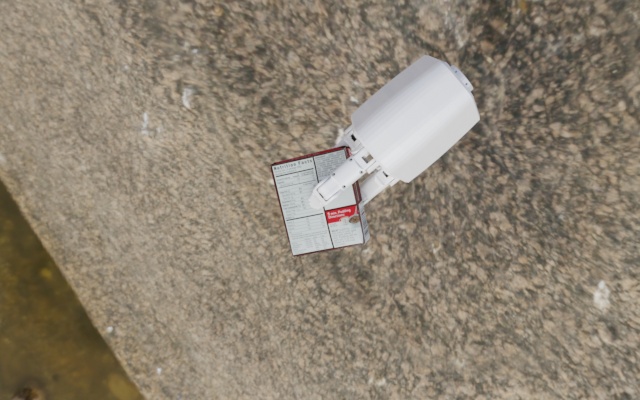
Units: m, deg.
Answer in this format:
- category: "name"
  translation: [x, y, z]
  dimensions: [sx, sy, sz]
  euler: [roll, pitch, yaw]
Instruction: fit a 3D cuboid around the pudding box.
- category: "pudding box"
  translation: [0.000, 0.002, 0.543]
  dimensions: [0.090, 0.113, 0.039]
  euler: [-11, 5, 14]
